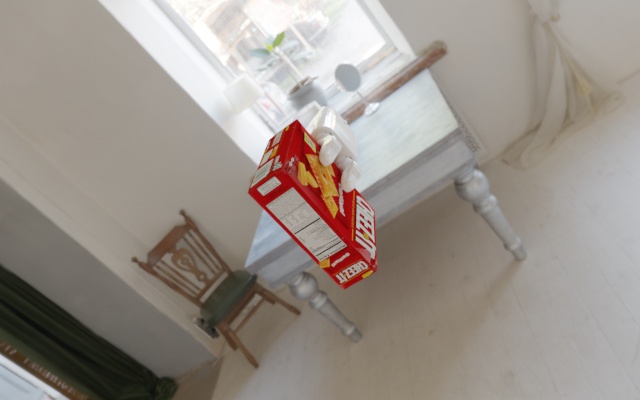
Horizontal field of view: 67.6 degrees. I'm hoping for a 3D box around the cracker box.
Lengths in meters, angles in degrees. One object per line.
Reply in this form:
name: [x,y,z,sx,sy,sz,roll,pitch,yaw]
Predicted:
cracker box: [0.000,0.002,0.722,0.072,0.214,0.164,-33,24,23]
